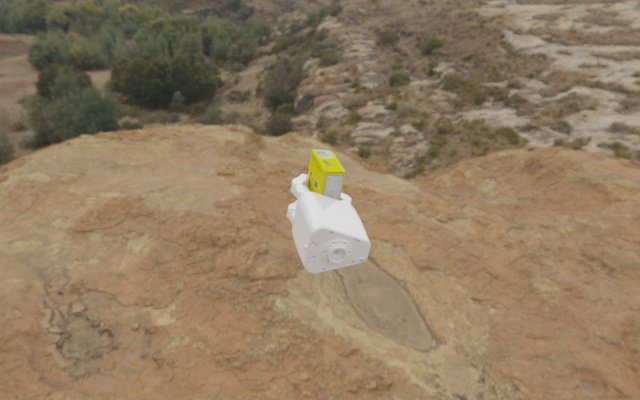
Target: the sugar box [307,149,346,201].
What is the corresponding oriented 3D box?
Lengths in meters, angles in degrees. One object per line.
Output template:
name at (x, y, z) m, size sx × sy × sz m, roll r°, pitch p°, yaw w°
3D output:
sugar box at (0.000, 0.003, 0.892) m, size 0.048 × 0.176 × 0.093 m, roll 2°, pitch 30°, yaw -18°
